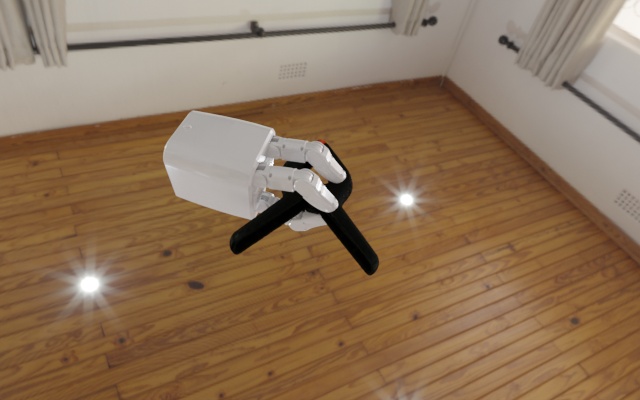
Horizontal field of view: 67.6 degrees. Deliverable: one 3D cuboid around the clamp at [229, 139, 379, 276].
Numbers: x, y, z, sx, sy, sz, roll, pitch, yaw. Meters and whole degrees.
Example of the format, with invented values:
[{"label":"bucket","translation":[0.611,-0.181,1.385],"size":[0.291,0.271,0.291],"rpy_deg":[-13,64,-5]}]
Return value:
[{"label":"clamp","translation":[0.000,0.002,0.584],"size":[0.164,0.036,0.209],"rpy_deg":[15,44,3]}]
